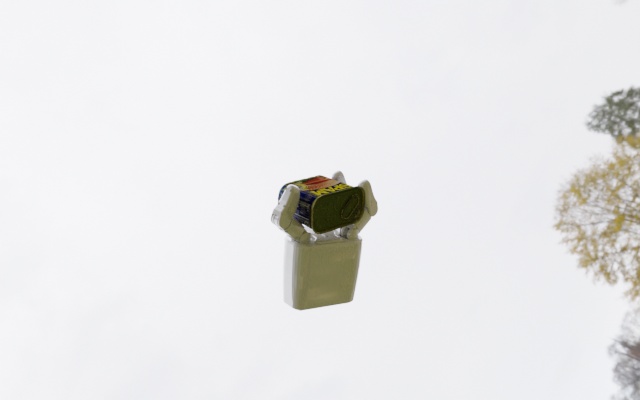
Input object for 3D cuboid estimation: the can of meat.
[{"bbox_3d":[0.000,0.002,0.697,0.102,0.057,0.084,-15,26,-39],"label":"can of meat"}]
